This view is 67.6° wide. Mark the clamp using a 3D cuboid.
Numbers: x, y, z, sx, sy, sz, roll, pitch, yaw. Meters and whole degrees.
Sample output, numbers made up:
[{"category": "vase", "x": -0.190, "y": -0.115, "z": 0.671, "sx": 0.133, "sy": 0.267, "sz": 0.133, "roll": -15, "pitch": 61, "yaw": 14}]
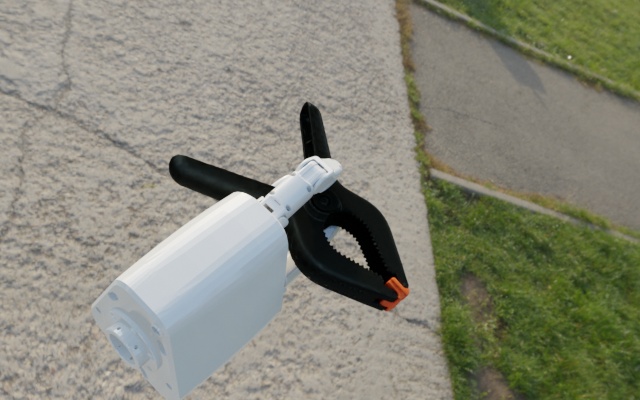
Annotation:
[{"category": "clamp", "x": 0.001, "y": 0.001, "z": 0.412, "sx": 0.164, "sy": 0.210, "sz": 0.036, "roll": -40, "pitch": -12, "yaw": -38}]
